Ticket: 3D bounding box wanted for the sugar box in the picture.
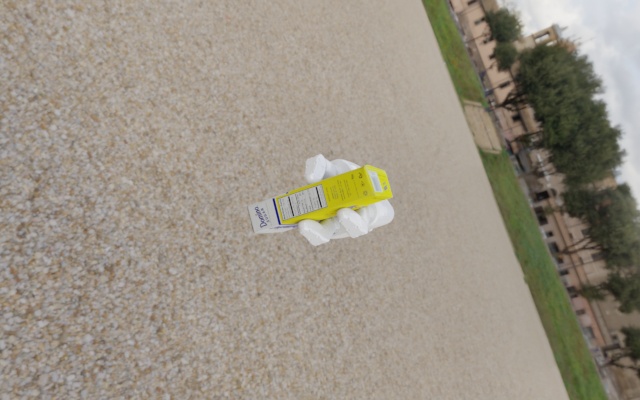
[{"bbox_3d":[0.000,0.003,0.648,0.176,0.048,0.093,-21,-10,21],"label":"sugar box"}]
